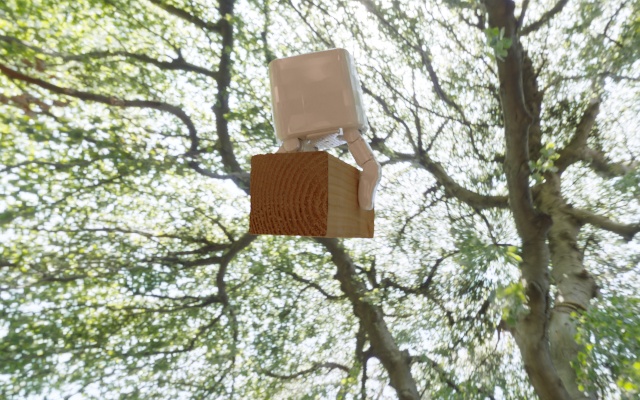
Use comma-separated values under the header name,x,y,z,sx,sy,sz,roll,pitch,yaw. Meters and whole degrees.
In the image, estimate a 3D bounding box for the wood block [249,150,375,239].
name,x,y,z,sx,sy,sz,roll,pitch,yaw
wood block,0.000,0.002,0.593,0.091,0.090,0.206,-1,-5,20
